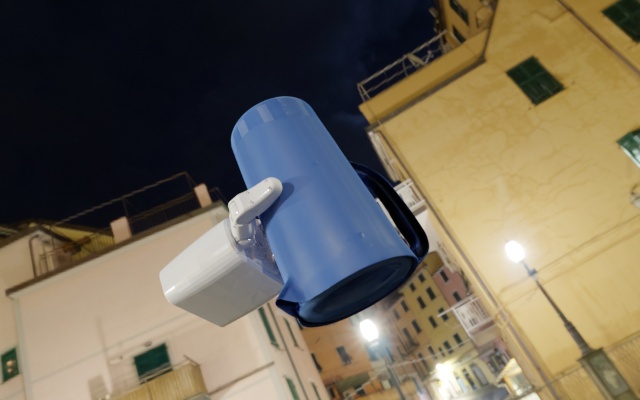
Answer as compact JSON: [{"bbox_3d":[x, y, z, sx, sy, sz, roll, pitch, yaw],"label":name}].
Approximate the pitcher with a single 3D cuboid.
[{"bbox_3d":[0.000,0.002,0.530,0.145,0.242,0.149,-36,-29,15],"label":"pitcher"}]
